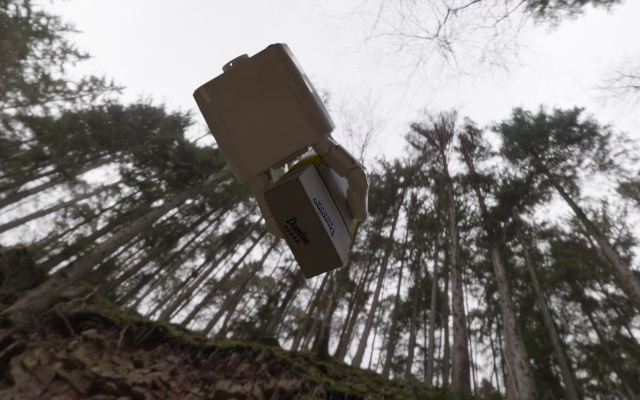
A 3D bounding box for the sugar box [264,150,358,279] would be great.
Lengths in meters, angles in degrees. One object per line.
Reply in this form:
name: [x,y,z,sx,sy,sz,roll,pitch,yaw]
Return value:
sugar box: [0.000,0.002,0.506,0.048,0.093,0.176,-23,10,20]
